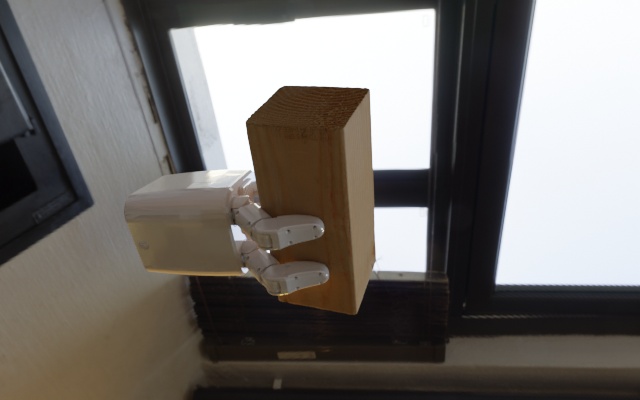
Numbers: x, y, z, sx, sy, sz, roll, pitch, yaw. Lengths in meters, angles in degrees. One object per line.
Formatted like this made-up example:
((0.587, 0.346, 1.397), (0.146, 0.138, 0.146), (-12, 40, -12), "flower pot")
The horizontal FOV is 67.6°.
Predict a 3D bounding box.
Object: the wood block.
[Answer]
((0.000, 0.001, 0.471), (0.090, 0.206, 0.090), (6, 36, 18), "wood block")
